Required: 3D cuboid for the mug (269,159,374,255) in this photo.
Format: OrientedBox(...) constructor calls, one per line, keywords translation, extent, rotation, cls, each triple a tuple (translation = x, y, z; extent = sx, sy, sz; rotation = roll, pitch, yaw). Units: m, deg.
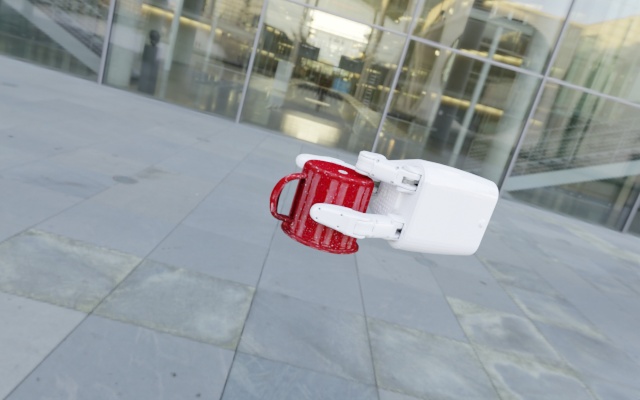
OrientedBox(translation=(-0.001, 0.001, 0.527), extent=(0.117, 0.081, 0.093), rotation=(11, 15, -26), cls="mug")
